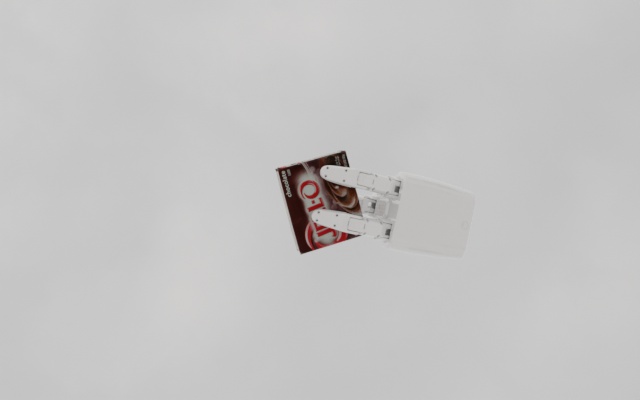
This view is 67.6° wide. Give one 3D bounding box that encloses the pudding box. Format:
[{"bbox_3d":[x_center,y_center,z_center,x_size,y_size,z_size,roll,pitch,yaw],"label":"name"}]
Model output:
[{"bbox_3d":[0.000,0.002,0.605,0.090,0.113,0.039,-17,5,-11],"label":"pudding box"}]
